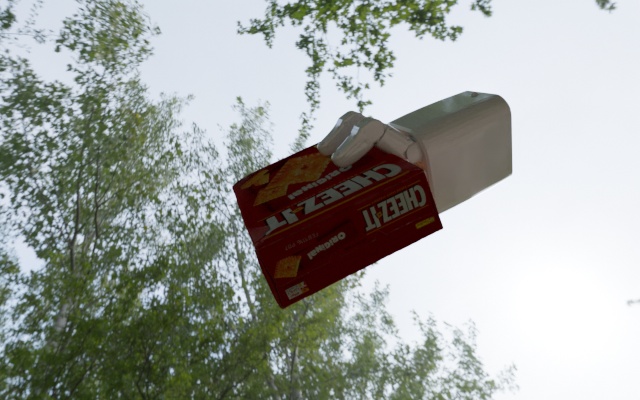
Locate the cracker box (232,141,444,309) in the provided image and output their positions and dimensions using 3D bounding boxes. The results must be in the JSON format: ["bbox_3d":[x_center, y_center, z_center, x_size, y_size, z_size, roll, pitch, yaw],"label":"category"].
[{"bbox_3d":[0.000,0.002,0.504,0.164,0.072,0.213,-26,21,-7],"label":"cracker box"}]
